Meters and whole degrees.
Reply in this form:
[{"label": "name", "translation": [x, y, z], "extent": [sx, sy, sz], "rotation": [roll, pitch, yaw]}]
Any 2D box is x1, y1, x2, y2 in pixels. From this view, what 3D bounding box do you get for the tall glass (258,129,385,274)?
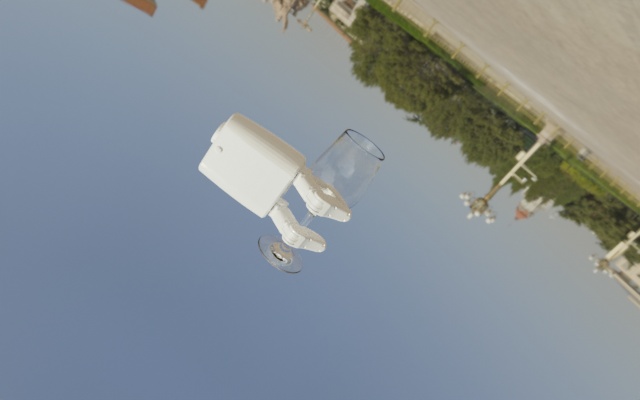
[{"label": "tall glass", "translation": [0.000, 0.003, 0.635], "extent": [0.079, 0.201, 0.079], "rotation": [32, 22, -15]}]
